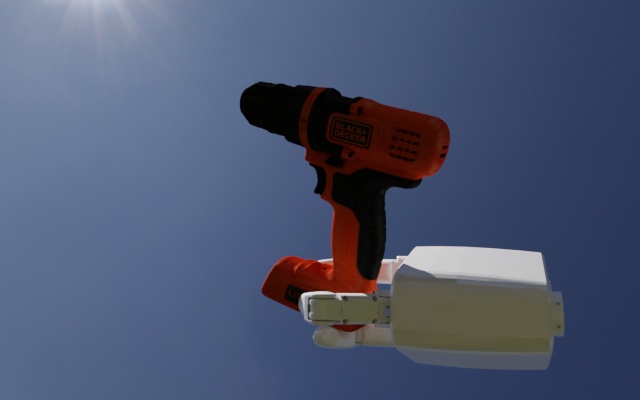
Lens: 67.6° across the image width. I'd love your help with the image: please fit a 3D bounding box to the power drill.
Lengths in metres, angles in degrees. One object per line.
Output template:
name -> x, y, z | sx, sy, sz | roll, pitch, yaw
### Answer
power drill -> 0.000, 0.002, 0.403 | 0.184, 0.188, 0.057 | 19, 21, 27
